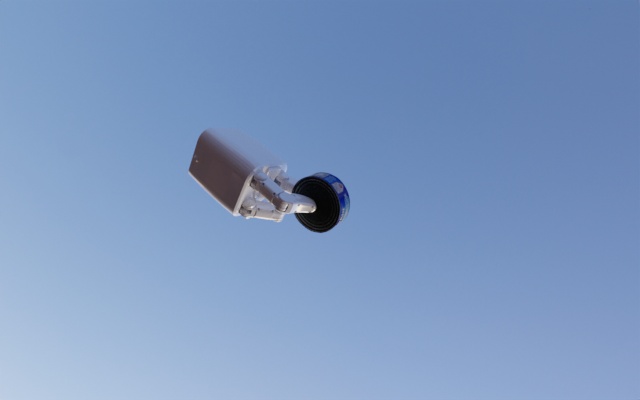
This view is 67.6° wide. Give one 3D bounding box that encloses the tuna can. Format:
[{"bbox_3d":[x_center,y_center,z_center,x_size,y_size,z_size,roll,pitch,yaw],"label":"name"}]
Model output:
[{"bbox_3d":[0.000,0.002,0.705,0.086,0.086,0.033,0,16,34],"label":"tuna can"}]
